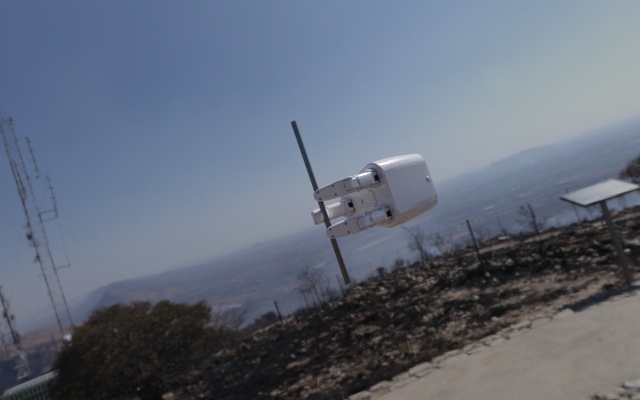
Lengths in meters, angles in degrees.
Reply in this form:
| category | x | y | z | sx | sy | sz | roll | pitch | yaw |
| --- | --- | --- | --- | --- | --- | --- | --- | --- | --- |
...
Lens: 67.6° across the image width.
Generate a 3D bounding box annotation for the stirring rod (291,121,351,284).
| category | x | y | z | sx | sy | sz | roll | pitch | yaw |
| --- | --- | --- | --- | --- | --- | --- | --- | --- | --- |
| stirring rod | 0.000 | 0.002 | 0.671 | 0.011 | 0.239 | 0.011 | -19 | -2 | -1 |
